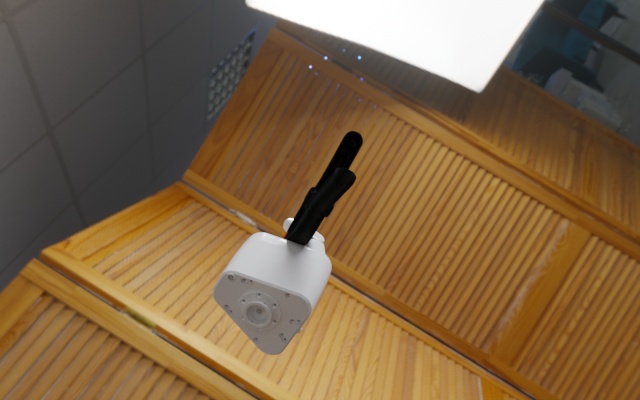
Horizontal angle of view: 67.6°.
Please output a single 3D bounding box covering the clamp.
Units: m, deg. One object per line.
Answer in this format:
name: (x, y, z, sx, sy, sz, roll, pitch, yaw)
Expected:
clamp: (-0.001, 0.002, 0.579, 0.039, 0.171, 0.120, 29, 22, -1)
